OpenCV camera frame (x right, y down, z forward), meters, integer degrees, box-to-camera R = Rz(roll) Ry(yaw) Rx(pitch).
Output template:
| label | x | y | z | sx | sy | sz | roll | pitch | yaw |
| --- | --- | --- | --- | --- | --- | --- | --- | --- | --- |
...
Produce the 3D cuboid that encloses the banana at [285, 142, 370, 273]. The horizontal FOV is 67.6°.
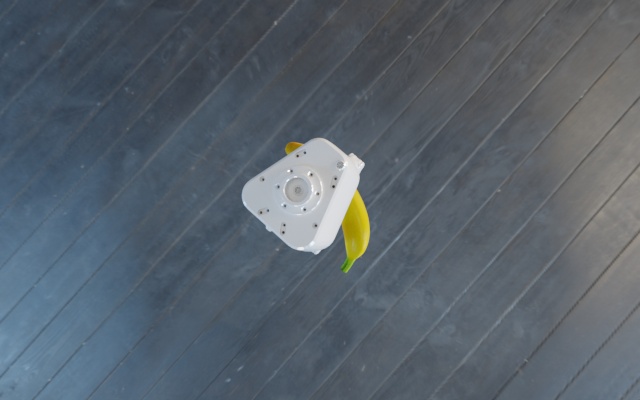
| label | x | y | z | sx | sy | sz | roll | pitch | yaw |
| --- | --- | --- | --- | --- | --- | --- | --- | --- | --- |
| banana | 0.018 | -0.003 | 0.653 | 0.069 | 0.198 | 0.037 | -26 | -6 | 12 |
